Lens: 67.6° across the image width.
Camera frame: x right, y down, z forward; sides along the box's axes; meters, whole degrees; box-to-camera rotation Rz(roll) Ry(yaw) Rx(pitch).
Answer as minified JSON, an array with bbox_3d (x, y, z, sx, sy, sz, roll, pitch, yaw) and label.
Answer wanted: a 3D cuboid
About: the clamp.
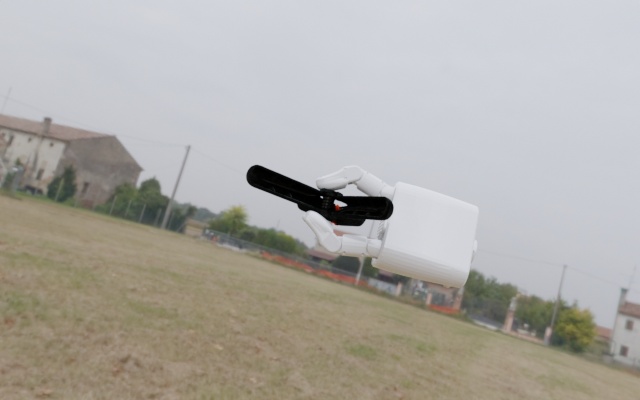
[{"bbox_3d":[0.001,0.001,0.597,0.164,0.036,0.210,16,-7,4],"label":"clamp"}]
